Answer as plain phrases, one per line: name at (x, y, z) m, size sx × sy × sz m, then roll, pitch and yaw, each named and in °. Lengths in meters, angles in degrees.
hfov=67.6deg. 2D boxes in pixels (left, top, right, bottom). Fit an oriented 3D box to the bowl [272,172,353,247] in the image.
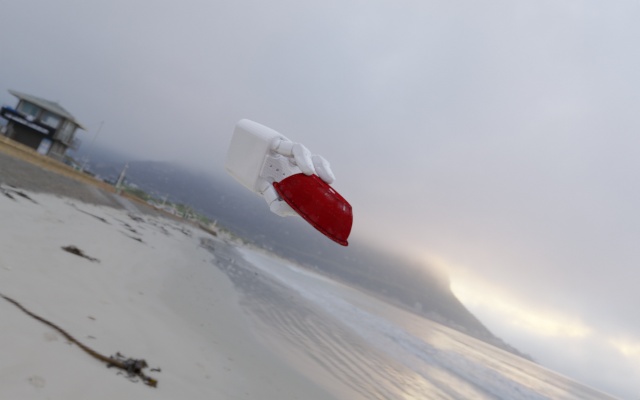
bowl at (0.001, 0.003, 0.781) m, size 0.162 × 0.055 × 0.162 m, roll 40°, pitch 7°, yaw -6°
